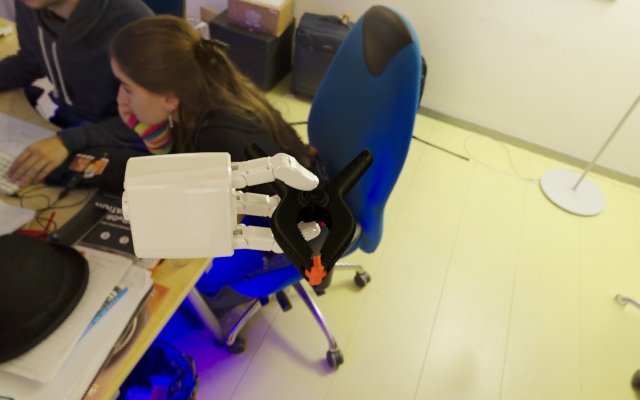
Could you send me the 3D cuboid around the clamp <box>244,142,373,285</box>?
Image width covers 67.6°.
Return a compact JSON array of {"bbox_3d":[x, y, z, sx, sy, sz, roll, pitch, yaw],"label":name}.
[{"bbox_3d":[0.000,0.002,0.554,0.164,0.209,0.036,-3,-44,-11],"label":"clamp"}]
